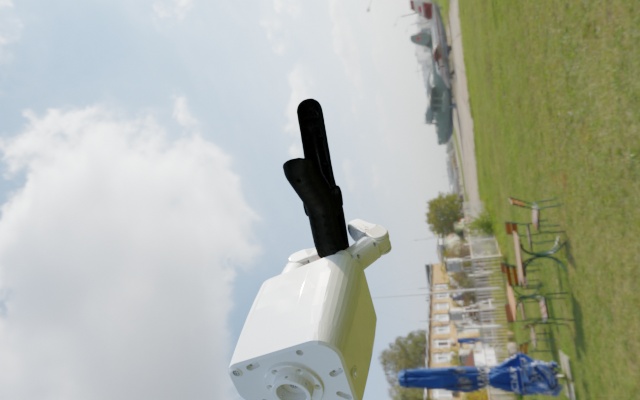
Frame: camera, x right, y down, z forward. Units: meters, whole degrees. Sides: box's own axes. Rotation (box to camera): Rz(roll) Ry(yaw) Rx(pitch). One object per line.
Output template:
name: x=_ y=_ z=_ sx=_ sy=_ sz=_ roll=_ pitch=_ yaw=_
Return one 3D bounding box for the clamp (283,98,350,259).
clamp: x=0.000 y=0.002 z=0.450 sx=0.039 sy=0.171 sz=0.120 roll=-7 pitch=28 yaw=18
